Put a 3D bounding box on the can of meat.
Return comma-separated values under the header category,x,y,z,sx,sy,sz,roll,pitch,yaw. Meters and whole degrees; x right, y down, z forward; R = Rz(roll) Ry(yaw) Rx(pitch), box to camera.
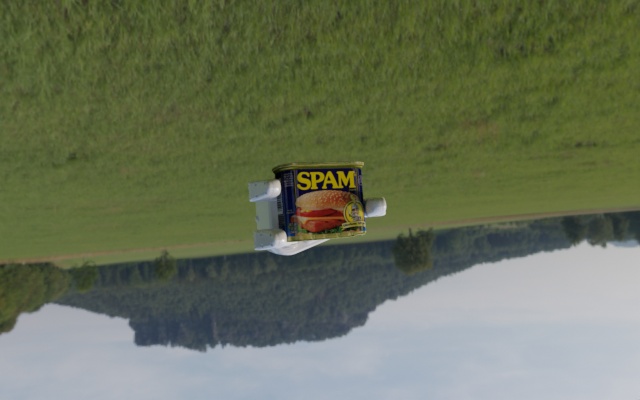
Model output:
category,x,y,z,sx,sy,sz,roll,pitch,yaw
can of meat,0.000,0.002,0.539,0.102,0.084,0.057,-3,-3,-22
